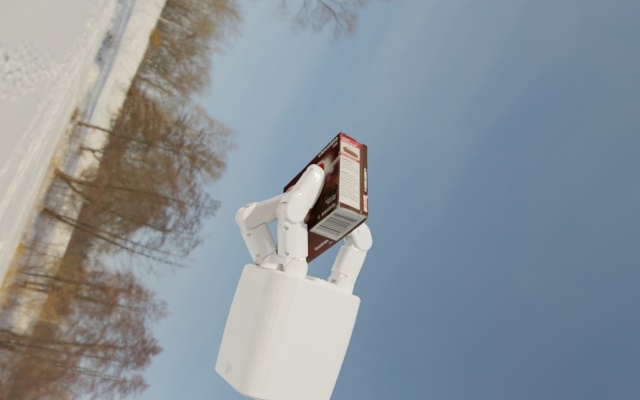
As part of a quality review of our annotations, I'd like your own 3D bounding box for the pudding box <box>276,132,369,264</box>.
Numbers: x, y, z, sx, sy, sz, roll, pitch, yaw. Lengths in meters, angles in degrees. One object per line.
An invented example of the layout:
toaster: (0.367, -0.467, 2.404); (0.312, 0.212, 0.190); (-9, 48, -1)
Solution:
pudding box: (0.000, 0.002, 0.471); (0.039, 0.090, 0.113); (24, -41, -27)
